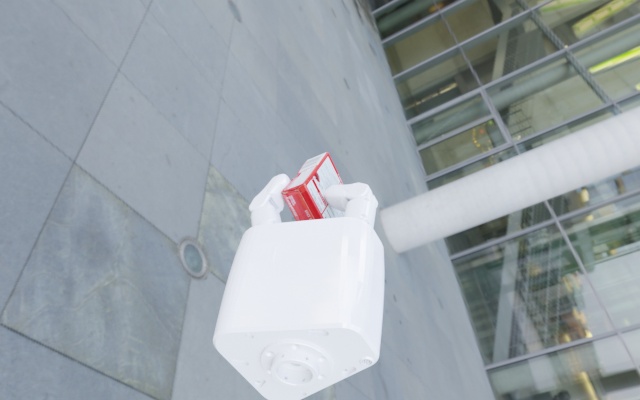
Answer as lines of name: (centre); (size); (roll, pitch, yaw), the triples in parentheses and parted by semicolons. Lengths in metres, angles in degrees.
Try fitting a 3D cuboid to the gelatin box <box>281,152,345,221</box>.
gelatin box: (0.001, 0.001, 0.487); (0.030, 0.073, 0.089); (-19, 19, 25)
